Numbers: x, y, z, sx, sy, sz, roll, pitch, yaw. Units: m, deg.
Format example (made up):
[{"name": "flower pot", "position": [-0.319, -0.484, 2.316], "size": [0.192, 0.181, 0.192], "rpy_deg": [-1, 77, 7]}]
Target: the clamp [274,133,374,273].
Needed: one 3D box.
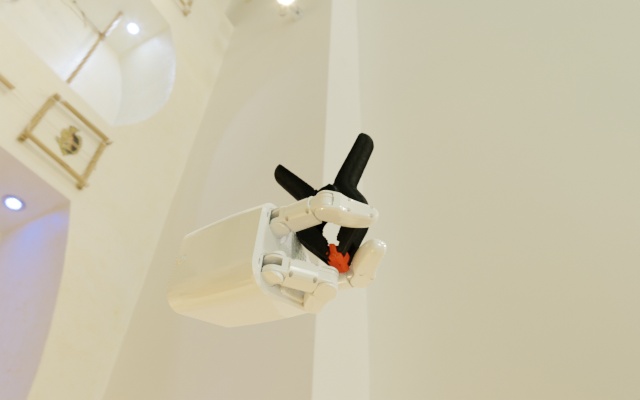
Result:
[{"name": "clamp", "position": [0.000, 0.002, 0.505], "size": [0.120, 0.171, 0.039], "rpy_deg": [-18, -48, 22]}]
